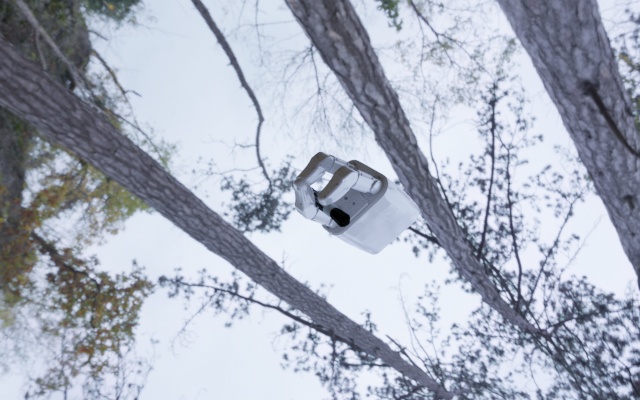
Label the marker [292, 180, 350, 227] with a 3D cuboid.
[{"bbox_3d":[0.000,0.002,0.636,0.020,0.020,0.121,0,25,-38],"label":"marker"}]
